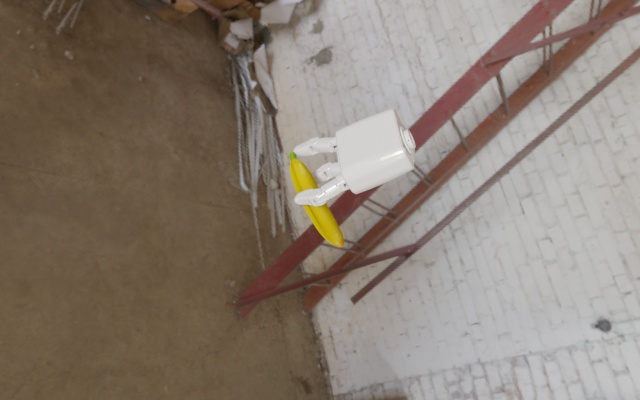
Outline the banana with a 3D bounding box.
[{"bbox_3d":[-0.006,0.005,0.847,0.037,0.198,0.069,-23,11,19],"label":"banana"}]
